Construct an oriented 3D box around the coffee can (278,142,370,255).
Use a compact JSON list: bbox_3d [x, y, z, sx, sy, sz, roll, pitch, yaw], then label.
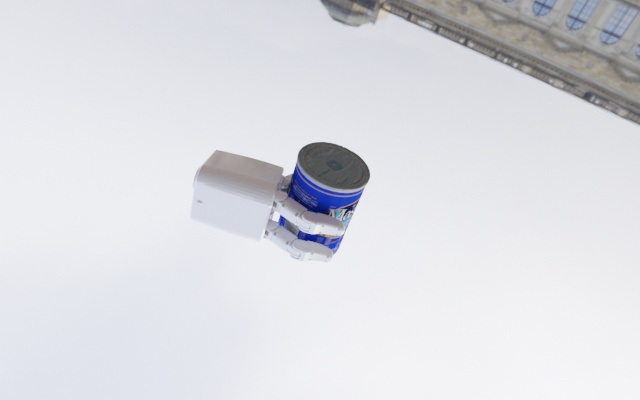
[{"bbox_3d":[0.000,0.002,0.685,0.103,0.140,0.102,12,39,-10],"label":"coffee can"}]
